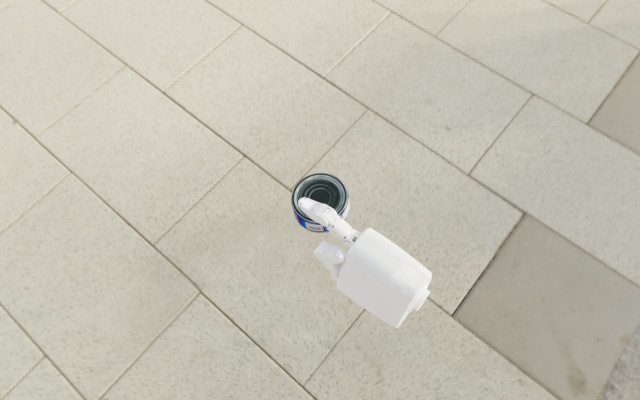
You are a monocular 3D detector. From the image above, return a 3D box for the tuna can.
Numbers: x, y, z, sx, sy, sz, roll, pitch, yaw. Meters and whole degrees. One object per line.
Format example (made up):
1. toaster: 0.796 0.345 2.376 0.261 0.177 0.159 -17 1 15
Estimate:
1. tuna can: 0.000 0.002 0.702 0.086 0.086 0.034 0 -27 7
